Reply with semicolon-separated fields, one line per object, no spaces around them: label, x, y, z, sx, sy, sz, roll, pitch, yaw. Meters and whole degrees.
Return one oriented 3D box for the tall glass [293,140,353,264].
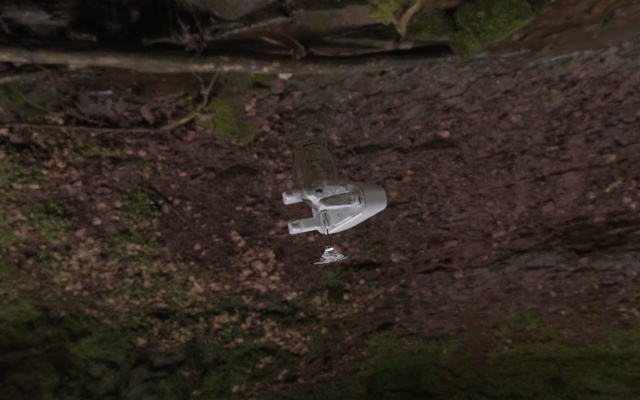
tall glass;0.000;0.003;0.812;0.079;0.201;0.079;-11;-3;-1
